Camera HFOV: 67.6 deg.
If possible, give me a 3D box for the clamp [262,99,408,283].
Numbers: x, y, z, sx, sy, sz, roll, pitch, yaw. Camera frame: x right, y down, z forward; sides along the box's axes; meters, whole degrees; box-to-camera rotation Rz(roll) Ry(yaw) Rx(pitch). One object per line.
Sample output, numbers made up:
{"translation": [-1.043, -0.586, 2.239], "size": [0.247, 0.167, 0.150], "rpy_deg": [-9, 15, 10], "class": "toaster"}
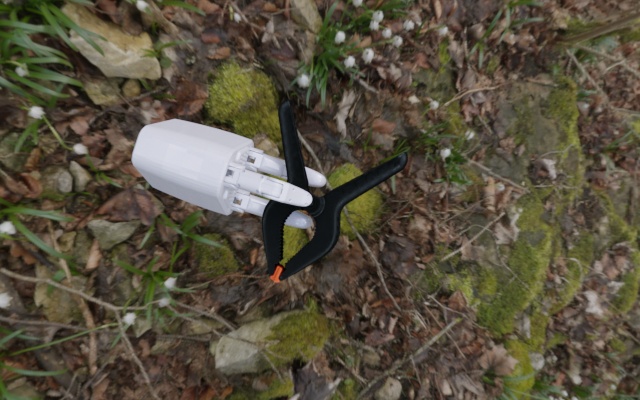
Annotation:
{"translation": [0.000, 0.002, 0.564], "size": [0.164, 0.210, 0.036], "rpy_deg": [18, 0, 6], "class": "clamp"}
